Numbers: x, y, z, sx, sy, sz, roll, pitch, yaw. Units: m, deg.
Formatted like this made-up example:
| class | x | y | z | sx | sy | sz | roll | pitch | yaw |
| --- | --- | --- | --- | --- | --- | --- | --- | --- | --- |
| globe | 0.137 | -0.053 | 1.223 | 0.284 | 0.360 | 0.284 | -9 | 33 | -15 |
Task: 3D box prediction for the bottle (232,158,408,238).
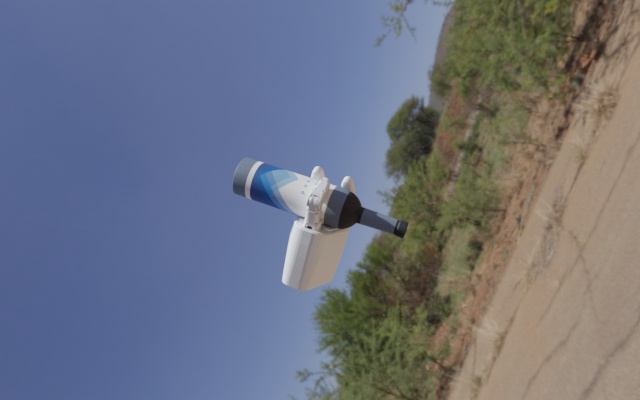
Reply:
| class | x | y | z | sx | sy | sz | roll | pitch | yaw |
| --- | --- | --- | --- | --- | --- | --- | --- | --- | --- |
| bottle | 0.000 | 0.002 | 0.793 | 0.295 | 0.069 | 0.069 | 18 | 4 | 12 |
